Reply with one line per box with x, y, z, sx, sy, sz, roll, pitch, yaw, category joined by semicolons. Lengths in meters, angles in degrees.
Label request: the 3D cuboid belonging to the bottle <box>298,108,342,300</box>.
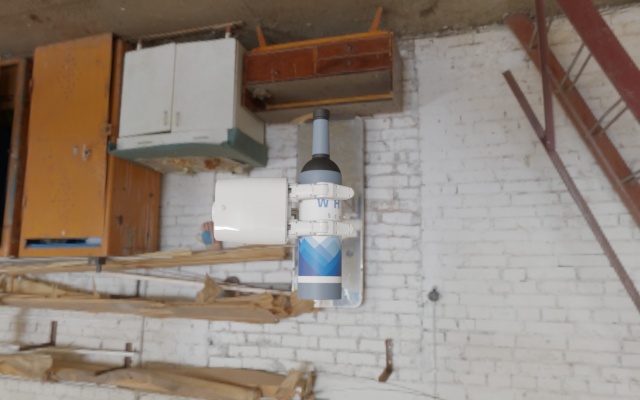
0.000;0.003;0.739;0.069;0.295;0.069;1;-9;0;bottle
